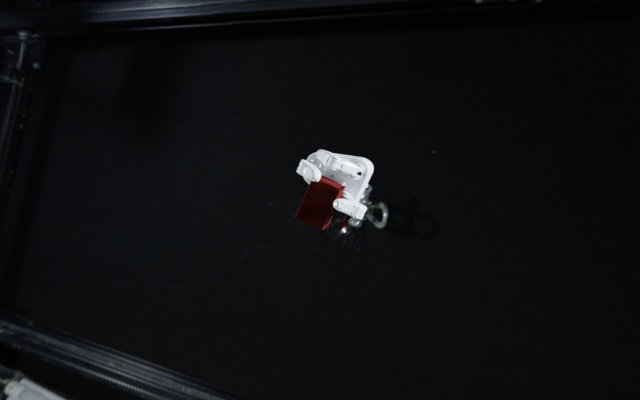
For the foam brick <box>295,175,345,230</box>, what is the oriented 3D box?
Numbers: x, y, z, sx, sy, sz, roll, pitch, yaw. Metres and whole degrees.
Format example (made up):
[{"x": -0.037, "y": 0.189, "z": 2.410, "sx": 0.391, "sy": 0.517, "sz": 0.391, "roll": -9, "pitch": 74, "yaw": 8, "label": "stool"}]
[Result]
[{"x": 0.000, "y": 0.003, "z": 0.800, "sx": 0.053, "sy": 0.078, "sz": 0.051, "roll": 26, "pitch": 11, "yaw": 8, "label": "foam brick"}]
